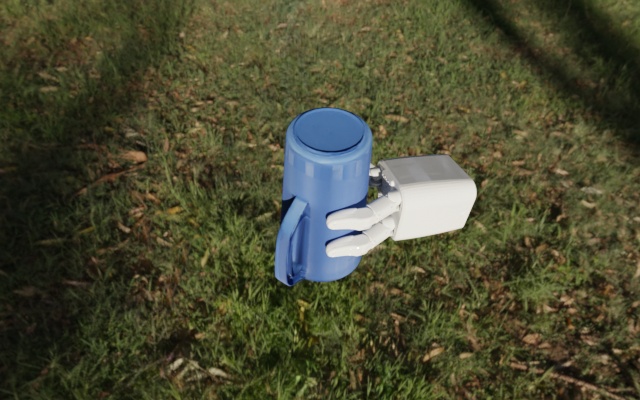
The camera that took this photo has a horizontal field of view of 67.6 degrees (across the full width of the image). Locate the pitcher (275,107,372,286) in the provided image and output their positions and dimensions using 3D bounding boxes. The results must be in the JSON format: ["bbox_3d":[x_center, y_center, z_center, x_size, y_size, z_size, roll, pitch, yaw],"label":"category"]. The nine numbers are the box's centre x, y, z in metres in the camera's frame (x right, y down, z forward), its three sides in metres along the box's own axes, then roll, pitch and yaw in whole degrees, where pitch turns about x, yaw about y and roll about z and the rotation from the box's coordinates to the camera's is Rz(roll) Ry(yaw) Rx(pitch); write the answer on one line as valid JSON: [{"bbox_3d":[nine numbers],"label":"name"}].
[{"bbox_3d":[0.000,0.002,0.665,0.145,0.149,0.243,-6,-42,-9],"label":"pitcher"}]
